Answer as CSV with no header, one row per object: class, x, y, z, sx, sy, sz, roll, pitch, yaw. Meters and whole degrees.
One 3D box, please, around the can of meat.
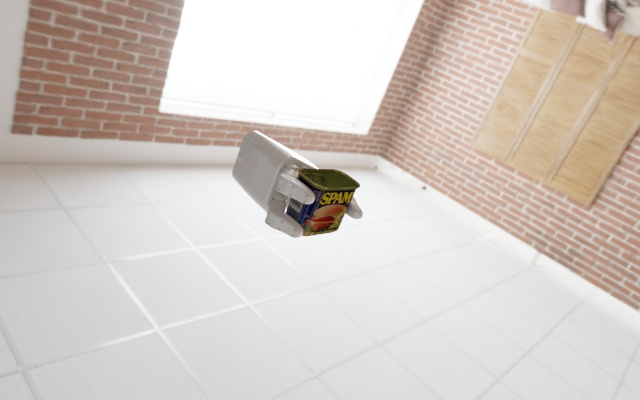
can of meat,0.000,0.003,0.710,0.057,0.084,0.102,38,26,33
